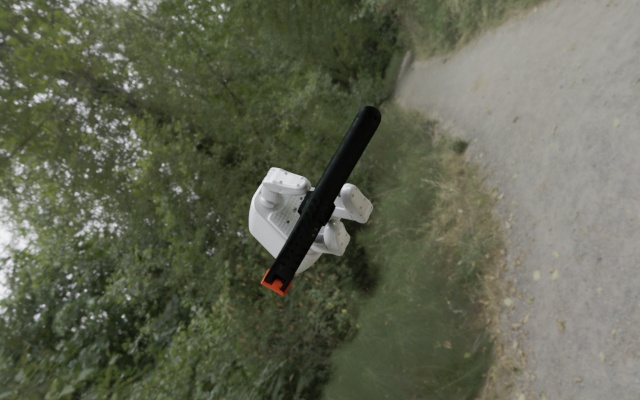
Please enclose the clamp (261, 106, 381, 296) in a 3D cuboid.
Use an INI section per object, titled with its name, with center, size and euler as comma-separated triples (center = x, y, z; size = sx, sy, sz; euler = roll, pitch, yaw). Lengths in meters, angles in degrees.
[clamp]
center = -0.001, 0.002, 0.520
size = 0.036, 0.210, 0.165
euler = 29, -23, -1
